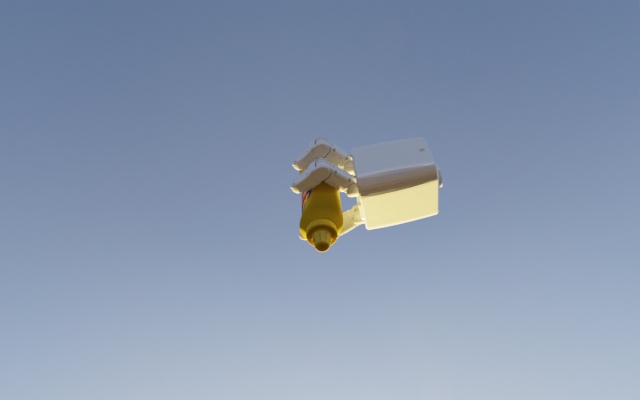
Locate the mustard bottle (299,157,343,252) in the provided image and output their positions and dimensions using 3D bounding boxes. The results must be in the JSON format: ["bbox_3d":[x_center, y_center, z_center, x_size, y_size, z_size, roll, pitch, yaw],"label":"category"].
[{"bbox_3d":[0.000,0.002,0.673,0.058,0.096,0.191,8,36,-9],"label":"mustard bottle"}]
